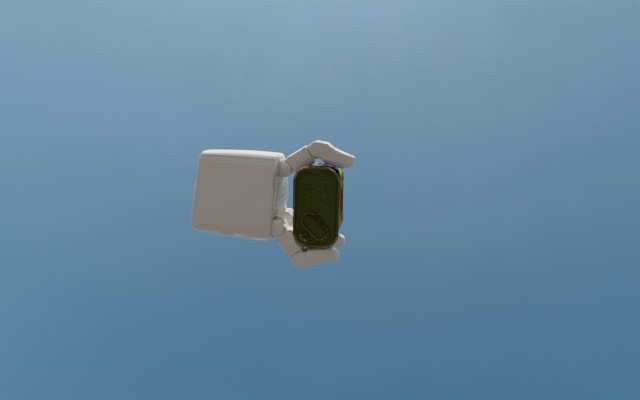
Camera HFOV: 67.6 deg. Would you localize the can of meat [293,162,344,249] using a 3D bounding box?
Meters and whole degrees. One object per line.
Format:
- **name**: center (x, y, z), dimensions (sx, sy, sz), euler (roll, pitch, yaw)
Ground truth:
- **can of meat**: center (0.000, 0.002, 0.622), dimensions (0.057, 0.102, 0.084), euler (3, 11, 8)
